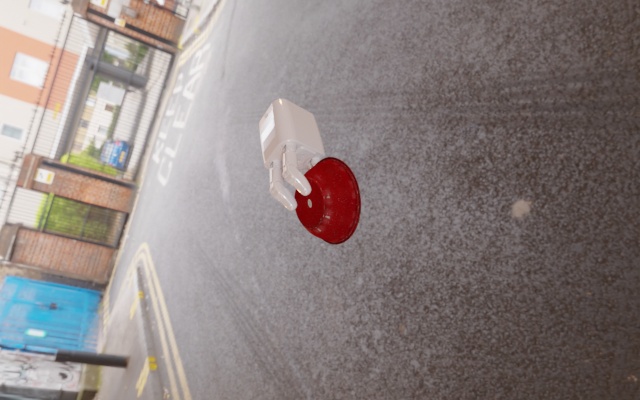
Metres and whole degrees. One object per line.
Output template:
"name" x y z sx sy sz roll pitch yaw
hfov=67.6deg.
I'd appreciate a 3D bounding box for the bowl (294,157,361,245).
"bowl" 0.000 0.004 0.860 0.055 0.162 0.162 -6 3 -38
